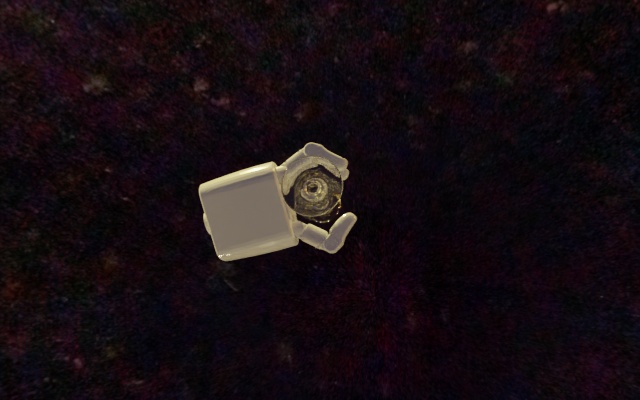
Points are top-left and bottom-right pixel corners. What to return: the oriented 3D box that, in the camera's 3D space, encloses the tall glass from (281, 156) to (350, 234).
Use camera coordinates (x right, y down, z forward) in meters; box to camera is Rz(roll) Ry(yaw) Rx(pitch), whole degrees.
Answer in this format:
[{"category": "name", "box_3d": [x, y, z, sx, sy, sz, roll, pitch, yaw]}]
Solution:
[{"category": "tall glass", "box_3d": [0.000, 0.002, 0.661, 0.079, 0.079, 0.201, 0, -11, 7]}]
